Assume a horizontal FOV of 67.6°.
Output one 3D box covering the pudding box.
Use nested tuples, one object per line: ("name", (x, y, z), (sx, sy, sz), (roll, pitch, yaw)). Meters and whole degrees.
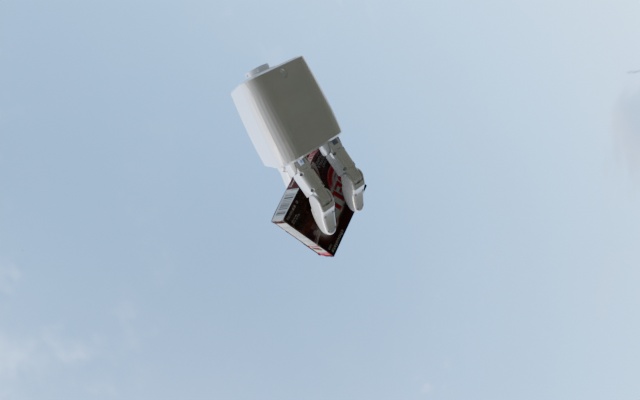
("pudding box", (0.000, 0.002, 0.611), (0.090, 0.113, 0.039), (37, -21, -28))
